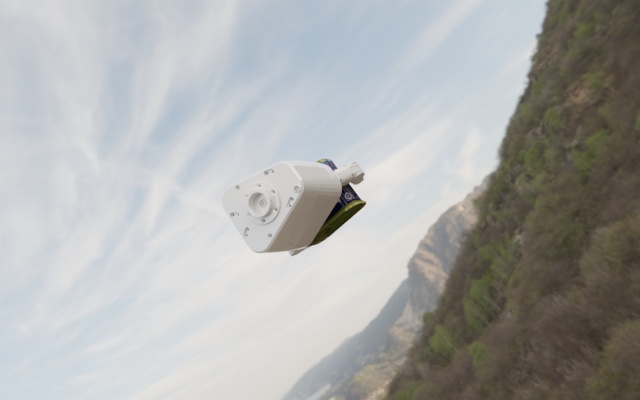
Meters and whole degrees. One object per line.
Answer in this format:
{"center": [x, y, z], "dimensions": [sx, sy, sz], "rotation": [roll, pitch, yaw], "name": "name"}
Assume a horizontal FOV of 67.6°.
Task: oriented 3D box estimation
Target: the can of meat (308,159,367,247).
{"center": [0.000, 0.002, 0.685], "dimensions": [0.102, 0.084, 0.057], "rotation": [-42, -16, 23], "name": "can of meat"}
